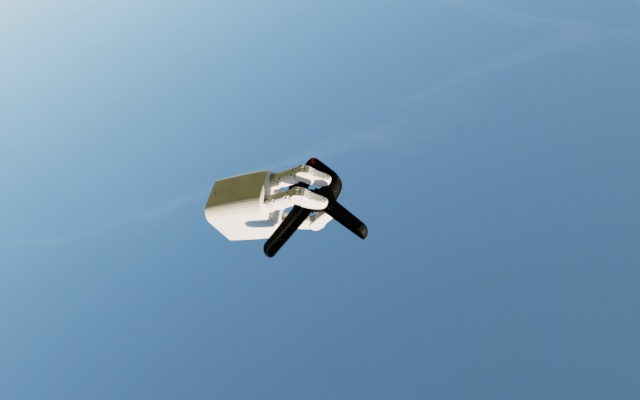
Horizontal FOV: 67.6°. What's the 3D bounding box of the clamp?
[{"bbox_3d":[0.000,0.003,0.791,0.164,0.036,0.209,-7,43,15],"label":"clamp"}]
